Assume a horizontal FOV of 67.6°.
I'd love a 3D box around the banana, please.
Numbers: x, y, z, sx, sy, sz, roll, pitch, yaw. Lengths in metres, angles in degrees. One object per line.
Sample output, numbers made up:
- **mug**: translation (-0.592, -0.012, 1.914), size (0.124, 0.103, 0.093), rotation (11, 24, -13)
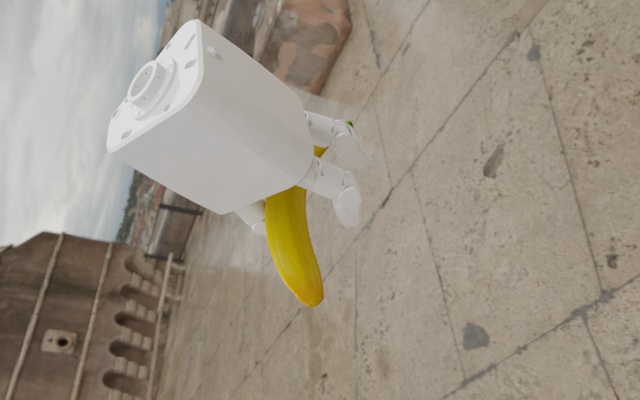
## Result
- **banana**: translation (-0.017, -0.002, 0.433), size (0.069, 0.197, 0.037), rotation (2, -31, 15)
